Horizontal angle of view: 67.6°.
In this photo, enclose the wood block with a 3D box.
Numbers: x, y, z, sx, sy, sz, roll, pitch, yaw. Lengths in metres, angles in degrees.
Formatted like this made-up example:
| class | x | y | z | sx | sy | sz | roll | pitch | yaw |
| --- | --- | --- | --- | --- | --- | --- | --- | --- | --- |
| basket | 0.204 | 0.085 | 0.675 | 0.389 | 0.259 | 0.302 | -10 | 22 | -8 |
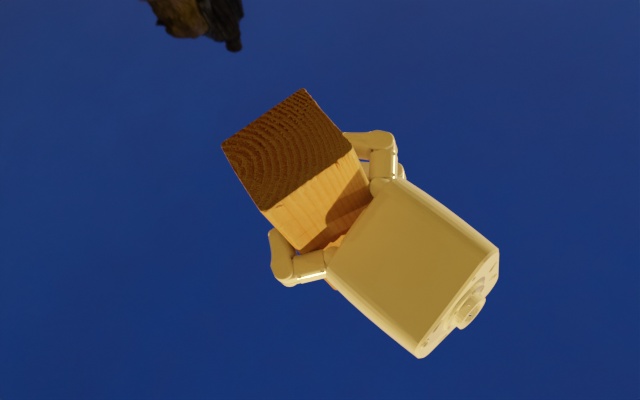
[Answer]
| class | x | y | z | sx | sy | sz | roll | pitch | yaw |
| --- | --- | --- | --- | --- | --- | --- | --- | --- | --- |
| wood block | 0.000 | 0.002 | 0.478 | 0.091 | 0.090 | 0.206 | -35 | -33 | -1 |
